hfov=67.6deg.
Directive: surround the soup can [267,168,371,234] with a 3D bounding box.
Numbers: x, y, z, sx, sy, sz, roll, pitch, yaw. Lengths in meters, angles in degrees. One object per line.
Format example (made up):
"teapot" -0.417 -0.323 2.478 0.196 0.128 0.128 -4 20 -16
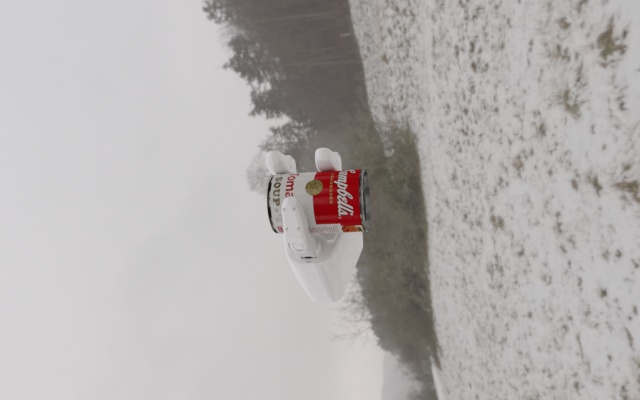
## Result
"soup can" 0.000 0.002 0.519 0.102 0.068 0.068 -3 -1 12
